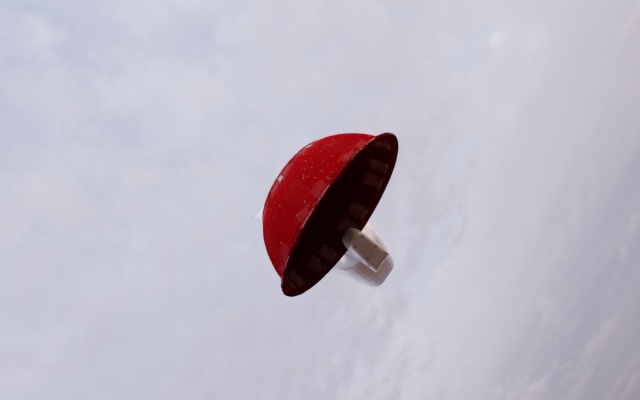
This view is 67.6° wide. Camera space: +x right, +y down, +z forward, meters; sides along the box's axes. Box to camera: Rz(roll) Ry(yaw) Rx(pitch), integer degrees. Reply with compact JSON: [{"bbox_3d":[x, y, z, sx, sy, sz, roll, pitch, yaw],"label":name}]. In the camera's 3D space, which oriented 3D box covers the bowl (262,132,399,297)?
[{"bbox_3d":[0.000,0.000,0.409,0.055,0.162,0.162,34,12,18],"label":"bowl"}]
